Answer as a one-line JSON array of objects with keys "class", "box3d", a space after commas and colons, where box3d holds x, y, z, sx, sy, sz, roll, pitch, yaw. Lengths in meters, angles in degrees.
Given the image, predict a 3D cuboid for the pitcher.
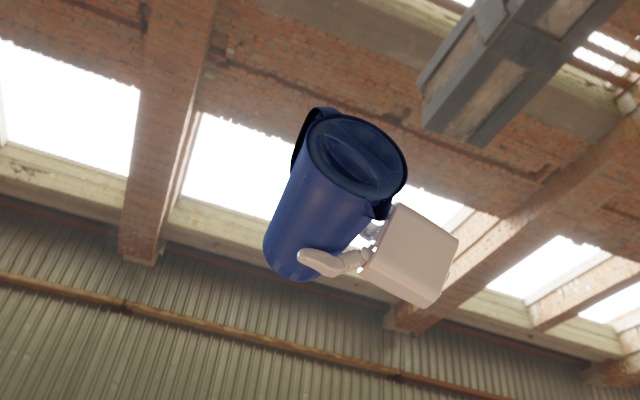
[{"class": "pitcher", "box3d": [0.000, 0.002, 0.654, 0.145, 0.149, 0.243, 29, -43, -4]}]
